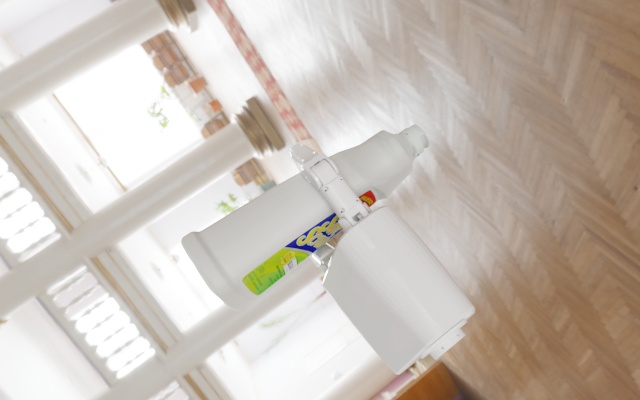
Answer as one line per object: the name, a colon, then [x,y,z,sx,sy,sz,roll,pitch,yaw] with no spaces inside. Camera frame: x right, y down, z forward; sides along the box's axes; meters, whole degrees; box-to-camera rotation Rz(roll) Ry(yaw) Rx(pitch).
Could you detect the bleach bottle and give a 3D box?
bleach bottle: [0.000,0.002,0.456,0.251,0.068,0.103,-35,-23,-11]
